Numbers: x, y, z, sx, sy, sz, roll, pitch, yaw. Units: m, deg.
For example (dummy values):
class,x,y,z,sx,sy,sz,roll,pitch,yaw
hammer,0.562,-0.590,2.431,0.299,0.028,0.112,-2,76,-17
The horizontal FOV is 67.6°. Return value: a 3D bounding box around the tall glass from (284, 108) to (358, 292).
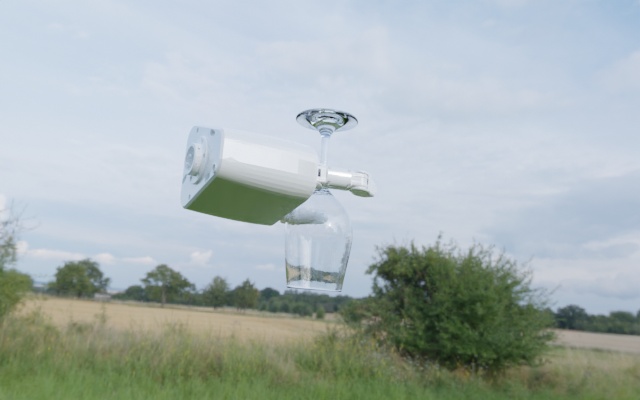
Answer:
class,x,y,z,sx,sy,sz,roll,pitch,yaw
tall glass,0.000,0.001,0.550,0.079,0.201,0.079,4,-10,1
